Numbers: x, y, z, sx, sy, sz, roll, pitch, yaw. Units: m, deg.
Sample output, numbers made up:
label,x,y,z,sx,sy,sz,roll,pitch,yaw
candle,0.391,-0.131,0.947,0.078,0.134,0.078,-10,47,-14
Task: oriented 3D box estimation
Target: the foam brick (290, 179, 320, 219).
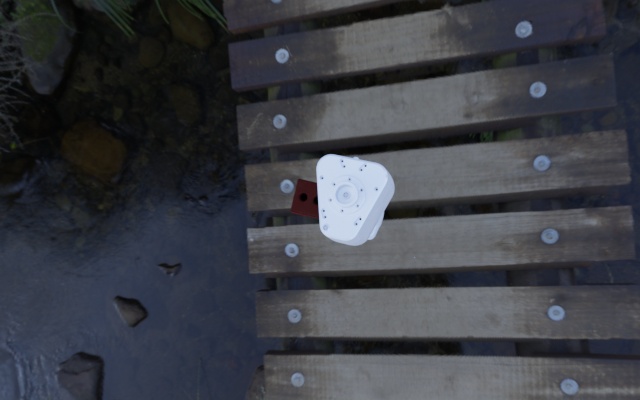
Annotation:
label,x,y,z,sx,sy,sz,roll,pitch,yaw
foam brick,0.000,0.002,0.733,0.078,0.053,0.051,12,-4,12
